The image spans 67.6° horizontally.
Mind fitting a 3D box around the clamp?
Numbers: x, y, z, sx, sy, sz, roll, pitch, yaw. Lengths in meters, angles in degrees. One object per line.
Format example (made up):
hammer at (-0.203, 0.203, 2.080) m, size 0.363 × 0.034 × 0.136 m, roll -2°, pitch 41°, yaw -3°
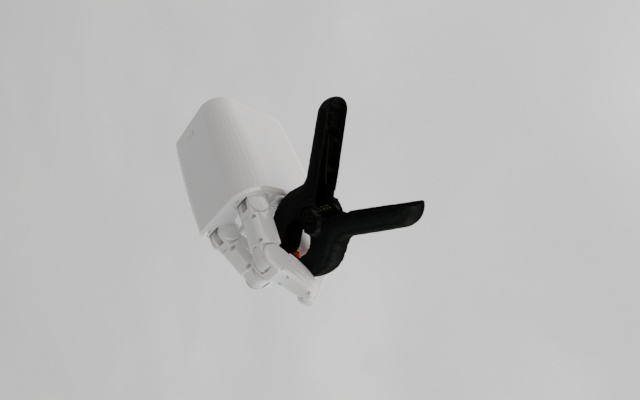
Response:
clamp at (0.000, 0.001, 0.403) m, size 0.039 × 0.120 × 0.171 m, roll -2°, pitch -29°, yaw -44°
